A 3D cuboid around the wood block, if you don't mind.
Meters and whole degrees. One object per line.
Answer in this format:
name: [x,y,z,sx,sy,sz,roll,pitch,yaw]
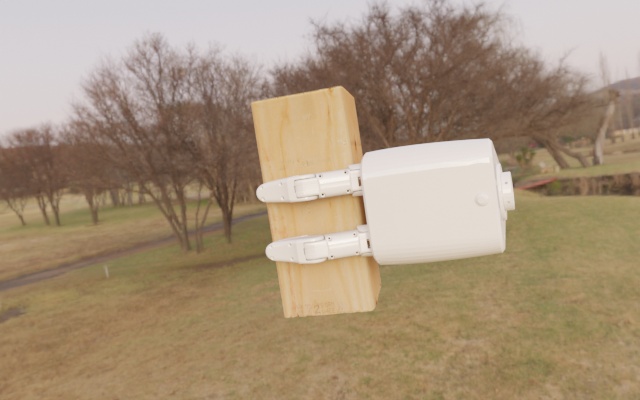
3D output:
wood block: [0.001,0.001,0.482,0.090,0.206,0.091,-8,4,12]
